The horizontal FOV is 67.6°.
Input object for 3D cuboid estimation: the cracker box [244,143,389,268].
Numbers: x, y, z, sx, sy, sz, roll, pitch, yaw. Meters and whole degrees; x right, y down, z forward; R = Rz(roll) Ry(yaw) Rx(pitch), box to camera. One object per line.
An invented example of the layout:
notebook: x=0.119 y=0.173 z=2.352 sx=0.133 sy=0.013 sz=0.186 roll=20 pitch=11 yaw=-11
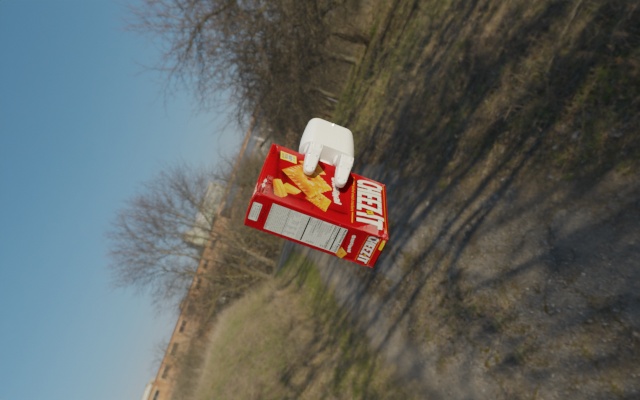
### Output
cracker box: x=0.000 y=0.003 z=0.775 sx=0.214 sy=0.072 sz=0.164 roll=19 pitch=33 yaw=-7
